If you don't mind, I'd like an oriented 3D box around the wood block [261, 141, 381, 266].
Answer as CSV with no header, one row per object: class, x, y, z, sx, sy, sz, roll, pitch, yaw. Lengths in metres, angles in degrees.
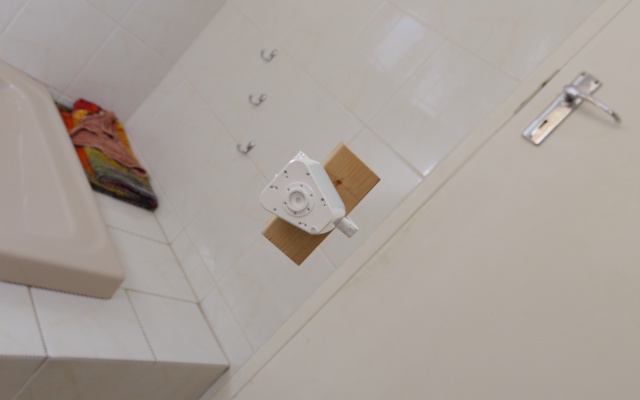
wood block,0.000,0.003,0.844,0.091,0.206,0.090,42,8,-7
